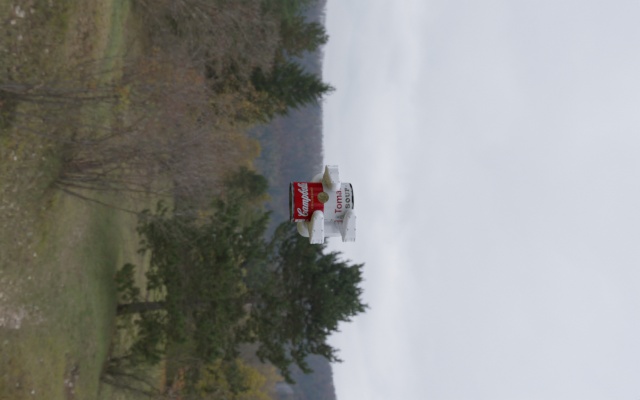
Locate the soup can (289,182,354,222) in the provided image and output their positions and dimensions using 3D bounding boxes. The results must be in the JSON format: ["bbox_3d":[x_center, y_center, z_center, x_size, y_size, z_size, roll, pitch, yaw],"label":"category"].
[{"bbox_3d":[0.000,0.002,0.801,0.102,0.068,0.068,0,0,-8],"label":"soup can"}]
